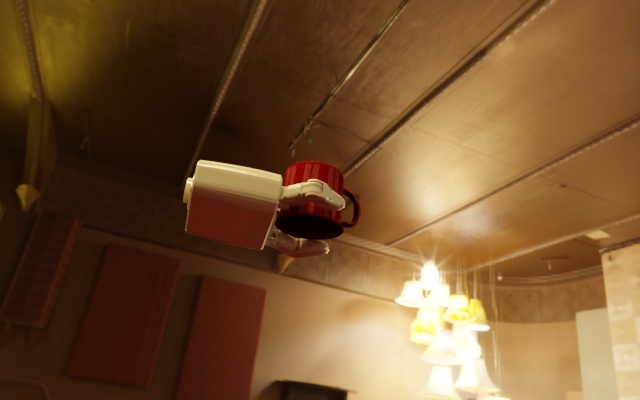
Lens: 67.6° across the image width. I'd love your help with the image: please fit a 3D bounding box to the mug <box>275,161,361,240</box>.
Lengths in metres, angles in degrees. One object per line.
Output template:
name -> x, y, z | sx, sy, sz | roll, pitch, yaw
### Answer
mug -> 0.002, 0.002, 0.649 | 0.117, 0.081, 0.093 | 12, -25, -13
